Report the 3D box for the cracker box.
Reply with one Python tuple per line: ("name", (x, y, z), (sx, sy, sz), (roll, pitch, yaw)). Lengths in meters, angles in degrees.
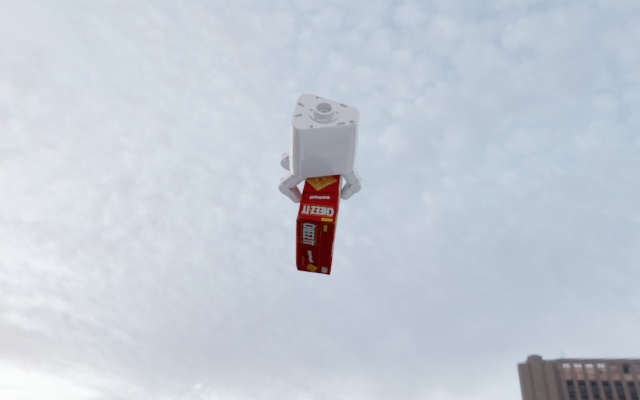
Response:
("cracker box", (0.000, 0.003, 0.884), (0.072, 0.213, 0.164), (6, -39, 3))
